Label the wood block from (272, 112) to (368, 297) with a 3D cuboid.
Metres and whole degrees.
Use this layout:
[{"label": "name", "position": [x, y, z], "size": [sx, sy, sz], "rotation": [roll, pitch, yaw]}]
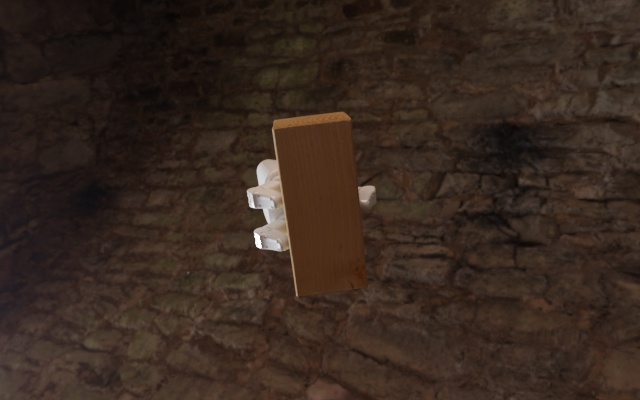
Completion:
[{"label": "wood block", "position": [0.000, 0.002, 0.594], "size": [0.091, 0.206, 0.090], "rotation": [-8, 17, -1]}]
